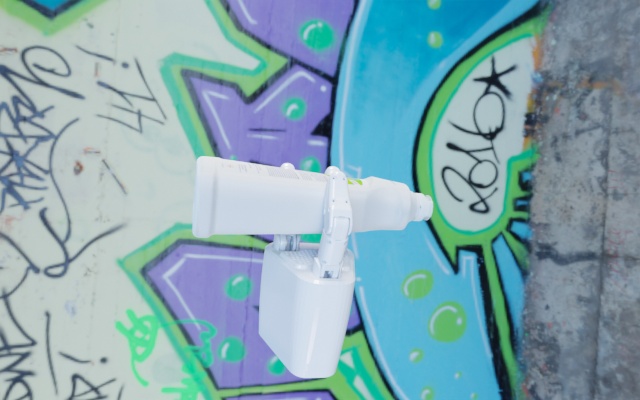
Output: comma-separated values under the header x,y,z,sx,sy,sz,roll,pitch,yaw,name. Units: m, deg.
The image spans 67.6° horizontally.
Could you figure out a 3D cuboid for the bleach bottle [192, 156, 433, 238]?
x,y,z,sx,sy,sz,roll,pitch,yaw,name
0.000,0.002,0.490,0.251,0.068,0.102,4,15,-15,bleach bottle
